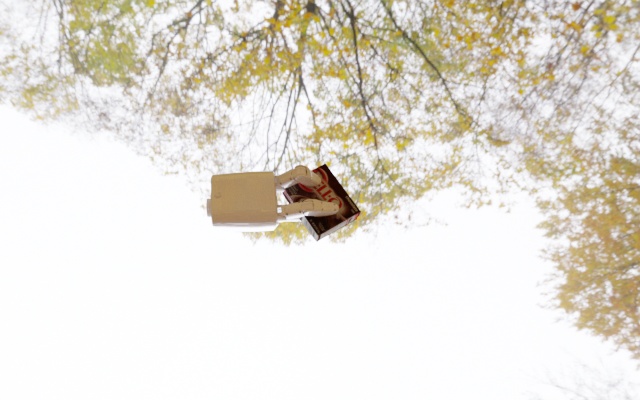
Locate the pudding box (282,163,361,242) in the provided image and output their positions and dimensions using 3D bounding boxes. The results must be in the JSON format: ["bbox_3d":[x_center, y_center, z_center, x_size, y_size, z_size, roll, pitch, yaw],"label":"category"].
[{"bbox_3d":[0.000,0.003,0.823,0.090,0.113,0.039,-29,-17,-20],"label":"pudding box"}]
